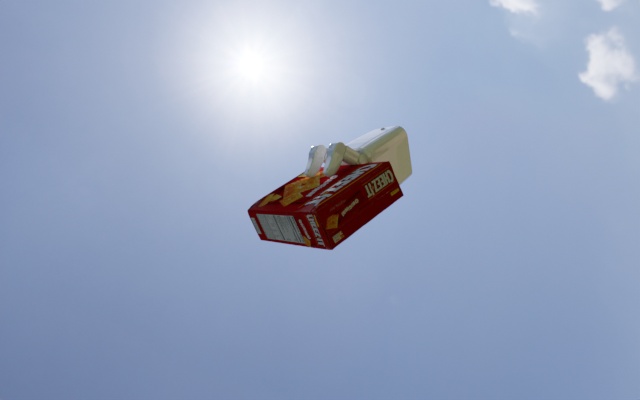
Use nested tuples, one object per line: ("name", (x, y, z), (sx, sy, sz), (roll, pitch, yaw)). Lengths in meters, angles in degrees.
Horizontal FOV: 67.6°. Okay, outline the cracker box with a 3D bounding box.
("cracker box", (0.000, 0.003, 0.784), (0.164, 0.072, 0.213), (-35, 19, -30))
